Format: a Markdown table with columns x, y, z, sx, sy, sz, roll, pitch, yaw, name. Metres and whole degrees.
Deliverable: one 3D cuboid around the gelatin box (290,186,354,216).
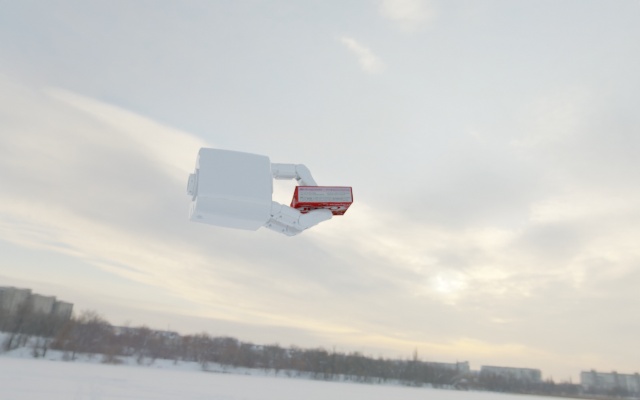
| x | y | z | sx | sy | sz | roll | pitch | yaw | name |
| --- | --- | --- | --- | --- | --- | --- | --- | --- | --- |
| 0.000 | 0.002 | 0.742 | 0.089 | 0.030 | 0.073 | 0 | -18 | -10 | gelatin box |
